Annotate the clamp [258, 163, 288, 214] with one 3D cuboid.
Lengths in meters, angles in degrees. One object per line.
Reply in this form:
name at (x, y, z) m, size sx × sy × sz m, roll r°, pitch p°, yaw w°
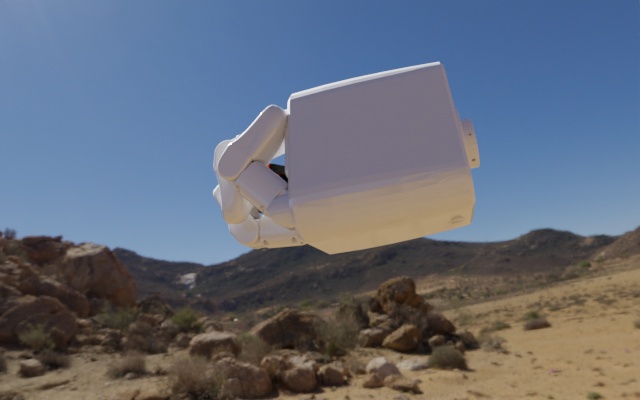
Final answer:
clamp at (0.000, 0.001, 0.425) m, size 0.120 × 0.039 × 0.171 m, roll -11°, pitch -13°, yaw 13°
